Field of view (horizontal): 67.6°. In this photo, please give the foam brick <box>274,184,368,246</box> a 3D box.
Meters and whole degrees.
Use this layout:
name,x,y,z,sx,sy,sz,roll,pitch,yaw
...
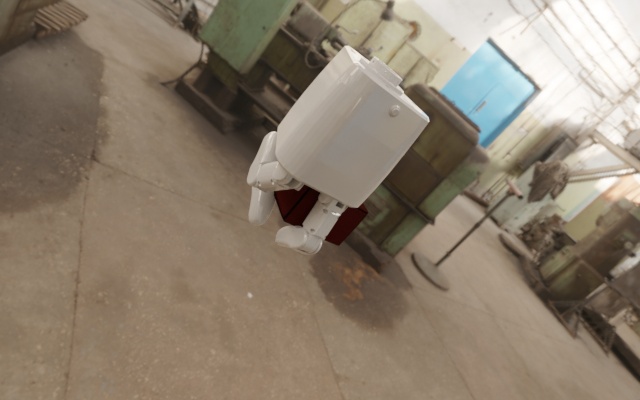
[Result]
name,x,y,z,sx,sy,sz,roll,pitch,yaw
foam brick,0.000,0.002,0.492,0.078,0.051,0.053,27,23,-34
